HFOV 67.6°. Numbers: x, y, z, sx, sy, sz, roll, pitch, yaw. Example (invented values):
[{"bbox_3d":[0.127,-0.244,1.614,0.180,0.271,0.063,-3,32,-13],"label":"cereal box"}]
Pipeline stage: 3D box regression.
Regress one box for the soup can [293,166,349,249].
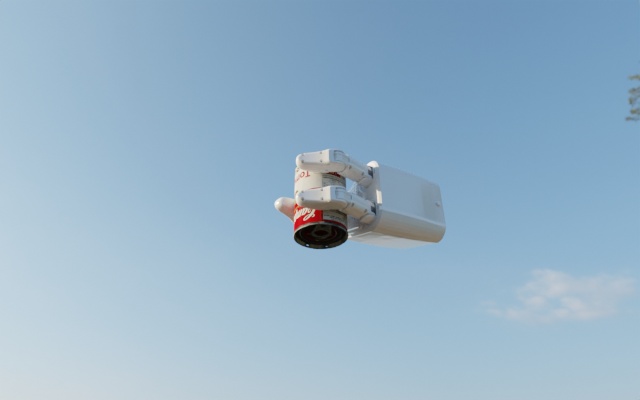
[{"bbox_3d":[0.000,0.002,0.611,0.068,0.102,0.068,0,-31,0],"label":"soup can"}]
